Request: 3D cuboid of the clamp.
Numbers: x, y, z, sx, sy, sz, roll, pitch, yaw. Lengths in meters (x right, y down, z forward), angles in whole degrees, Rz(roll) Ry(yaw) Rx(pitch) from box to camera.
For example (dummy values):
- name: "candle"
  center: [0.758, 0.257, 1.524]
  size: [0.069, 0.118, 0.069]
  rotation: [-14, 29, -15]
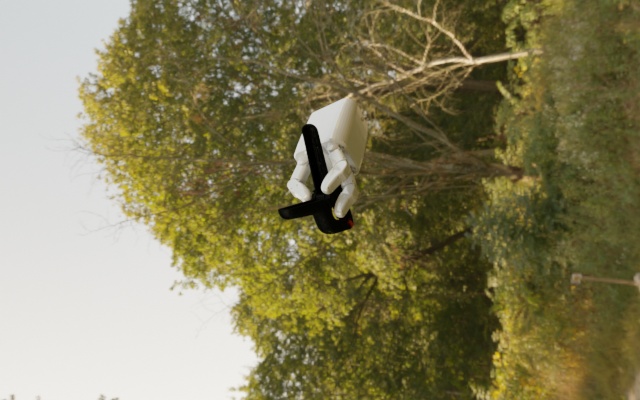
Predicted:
- name: "clamp"
  center: [0.000, 0.003, 0.781]
  size: [0.036, 0.164, 0.210]
  rotation: [0, -36, 29]
